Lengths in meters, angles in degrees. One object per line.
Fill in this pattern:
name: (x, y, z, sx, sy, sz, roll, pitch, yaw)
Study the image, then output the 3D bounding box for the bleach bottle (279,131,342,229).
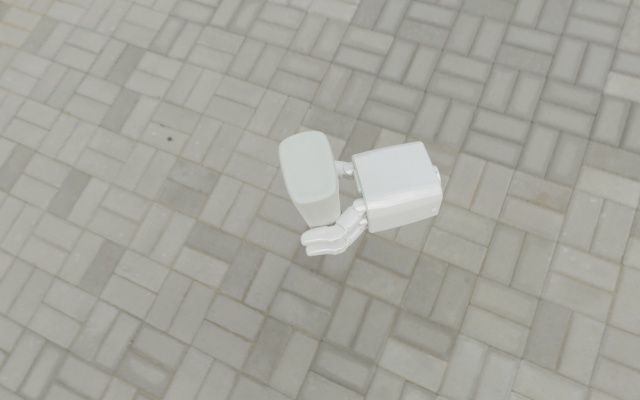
bleach bottle: (0.000, 0.002, 0.706, 0.068, 0.102, 0.251, -14, -22, 2)
